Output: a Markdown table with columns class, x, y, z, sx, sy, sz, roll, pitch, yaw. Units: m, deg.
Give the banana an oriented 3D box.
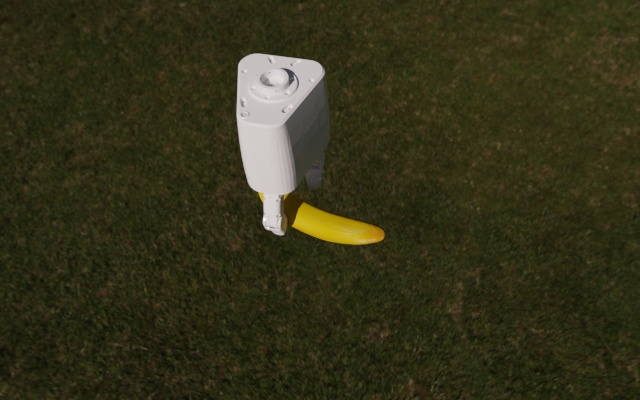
| class | x | y | z | sx | sy | sz | roll | pitch | yaw |
| --- | --- | --- | --- | --- | --- | --- | --- | --- | --- |
| banana | -0.014 | 0.012 | 0.618 | 0.197 | 0.037 | 0.069 | 32 | 57 | 22 |
